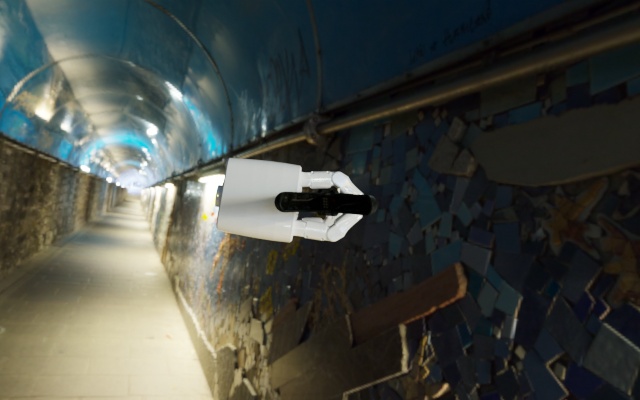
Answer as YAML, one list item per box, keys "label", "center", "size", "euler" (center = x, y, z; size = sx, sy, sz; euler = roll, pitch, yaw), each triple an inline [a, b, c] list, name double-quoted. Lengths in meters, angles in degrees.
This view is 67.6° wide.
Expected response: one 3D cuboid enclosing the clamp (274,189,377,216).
- label: "clamp"
  center: [0.000, 0.001, 0.629]
  size: [0.120, 0.039, 0.171]
  euler: [8, -2, -6]
